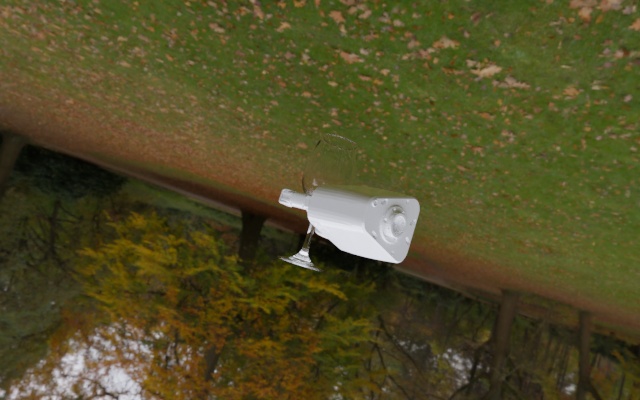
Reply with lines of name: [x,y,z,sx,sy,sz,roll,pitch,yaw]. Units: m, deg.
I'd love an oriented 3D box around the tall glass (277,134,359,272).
tall glass: [0.000,0.003,0.730,0.079,0.201,0.079,17,-6,2]
